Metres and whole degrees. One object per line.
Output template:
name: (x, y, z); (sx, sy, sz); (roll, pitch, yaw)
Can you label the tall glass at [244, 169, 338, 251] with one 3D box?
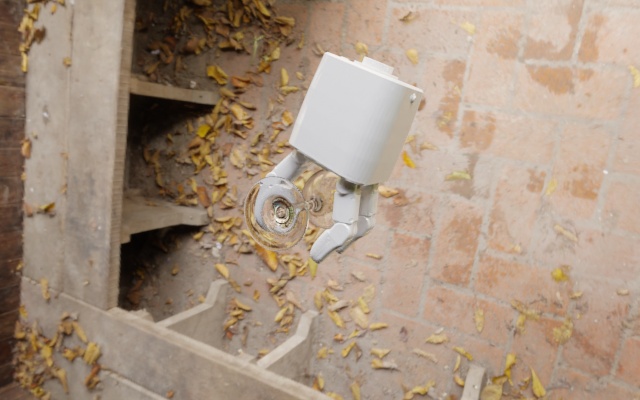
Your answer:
tall glass: (0.000, 0.002, 0.553); (0.079, 0.079, 0.201); (0, 6, 27)
